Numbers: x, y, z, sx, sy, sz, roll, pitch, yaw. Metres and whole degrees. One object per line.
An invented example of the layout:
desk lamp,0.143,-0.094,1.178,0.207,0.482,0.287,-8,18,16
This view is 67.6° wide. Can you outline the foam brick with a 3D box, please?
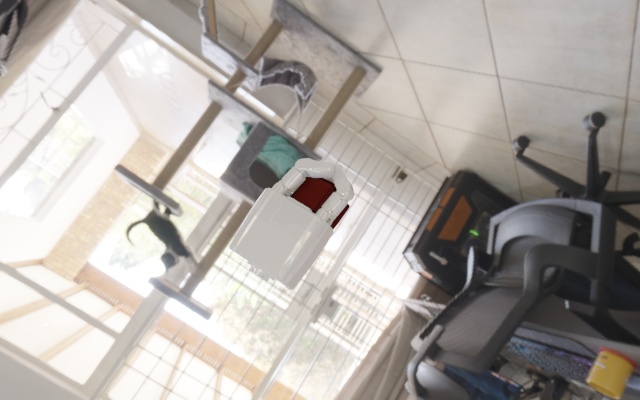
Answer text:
foam brick,0.000,0.002,0.729,0.053,0.051,0.078,27,-14,33
